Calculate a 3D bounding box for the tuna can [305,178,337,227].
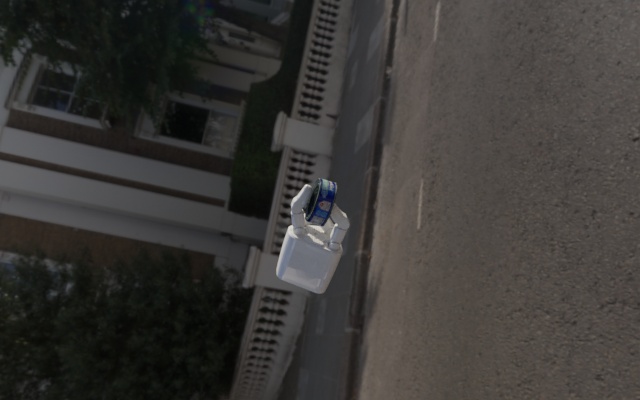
[{"bbox_3d":[0.000,0.003,0.887,0.034,0.086,0.086,18,-4,-11],"label":"tuna can"}]
